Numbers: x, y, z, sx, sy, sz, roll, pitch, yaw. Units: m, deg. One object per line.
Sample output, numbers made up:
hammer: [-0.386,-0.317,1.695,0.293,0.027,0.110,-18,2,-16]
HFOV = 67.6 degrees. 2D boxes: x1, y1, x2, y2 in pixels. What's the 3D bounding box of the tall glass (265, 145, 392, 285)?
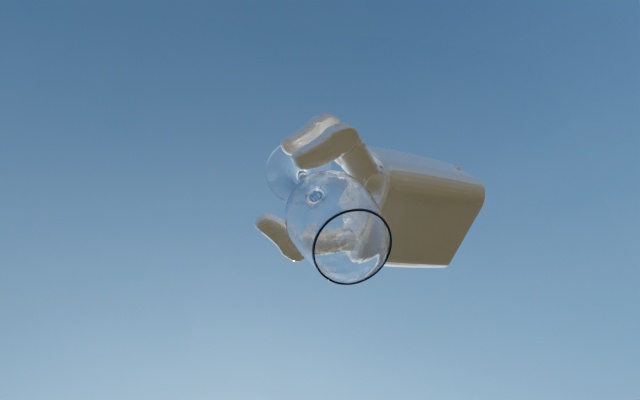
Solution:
tall glass: [0.000,0.001,0.439,0.079,0.079,0.201,0,20,-15]
